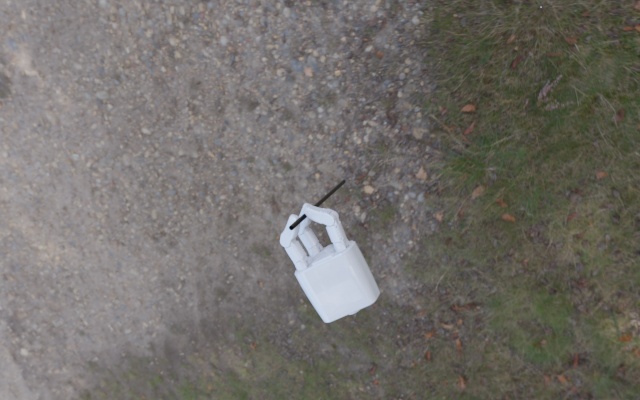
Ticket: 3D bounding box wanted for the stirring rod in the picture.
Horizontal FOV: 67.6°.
[{"bbox_3d":[0.000,0.003,0.869,0.011,0.011,0.239,0,20,25],"label":"stirring rod"}]
